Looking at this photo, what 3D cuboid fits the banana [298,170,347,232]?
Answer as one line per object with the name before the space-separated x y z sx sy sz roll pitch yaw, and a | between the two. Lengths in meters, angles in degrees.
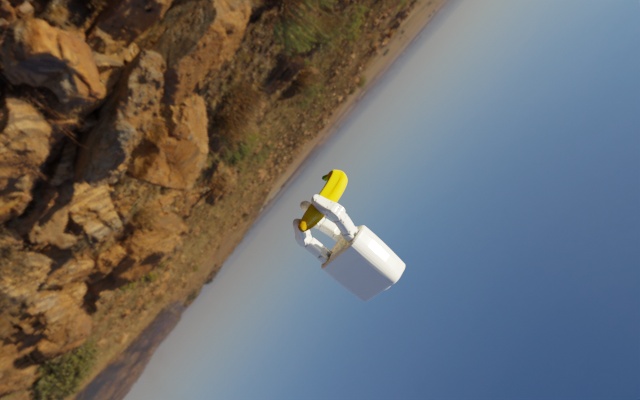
banana | 0.013 -0.010 0.877 0.070 0.037 0.197 -43 10 32
